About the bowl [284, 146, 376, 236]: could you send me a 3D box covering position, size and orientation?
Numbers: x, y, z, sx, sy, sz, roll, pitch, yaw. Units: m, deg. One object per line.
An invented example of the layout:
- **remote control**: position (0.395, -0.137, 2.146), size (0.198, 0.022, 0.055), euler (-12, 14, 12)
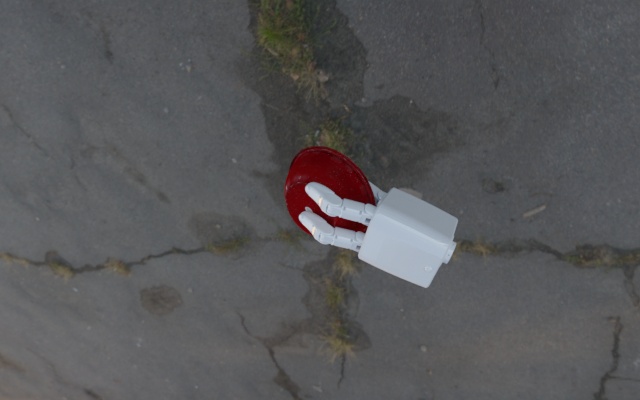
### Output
- **bowl**: position (-0.001, 0.002, 0.717), size (0.162, 0.162, 0.055), euler (0, 28, 41)
